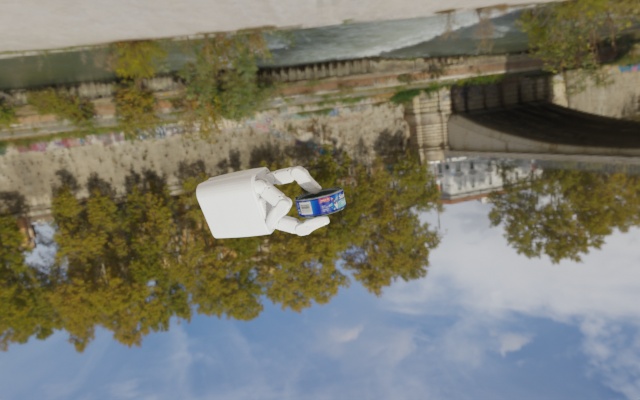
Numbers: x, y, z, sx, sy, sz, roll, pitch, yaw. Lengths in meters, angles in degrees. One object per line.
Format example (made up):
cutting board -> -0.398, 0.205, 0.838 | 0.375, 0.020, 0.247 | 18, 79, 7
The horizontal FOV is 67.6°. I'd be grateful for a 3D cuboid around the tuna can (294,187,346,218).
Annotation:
tuna can -> 0.000, 0.003, 0.825 | 0.086, 0.034, 0.086 | -12, 9, 2
